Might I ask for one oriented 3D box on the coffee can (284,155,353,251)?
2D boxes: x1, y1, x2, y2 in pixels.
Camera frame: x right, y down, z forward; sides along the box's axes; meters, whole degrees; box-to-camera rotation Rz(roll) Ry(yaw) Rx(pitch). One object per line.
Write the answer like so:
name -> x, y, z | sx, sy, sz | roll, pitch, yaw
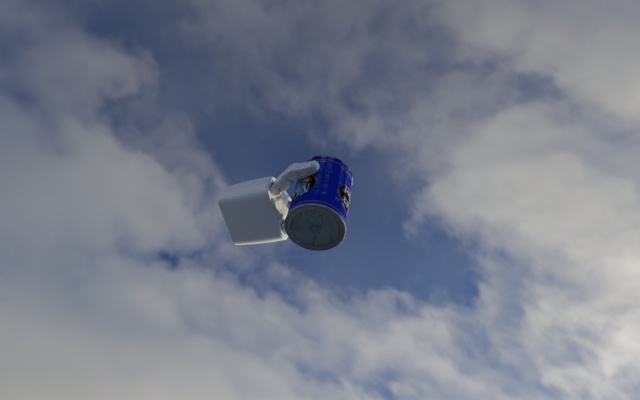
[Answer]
coffee can -> 0.000, 0.003, 0.834 | 0.103, 0.103, 0.140 | 0, 40, 11
